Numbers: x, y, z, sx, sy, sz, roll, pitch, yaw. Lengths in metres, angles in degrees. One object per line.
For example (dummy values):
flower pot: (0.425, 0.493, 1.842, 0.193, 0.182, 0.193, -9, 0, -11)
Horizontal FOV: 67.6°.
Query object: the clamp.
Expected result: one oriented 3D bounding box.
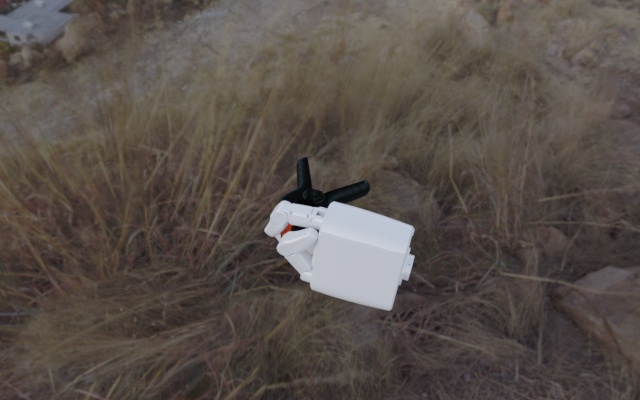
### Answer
clamp: (0.000, 0.002, 0.688, 0.120, 0.039, 0.171, 12, 43, 12)
